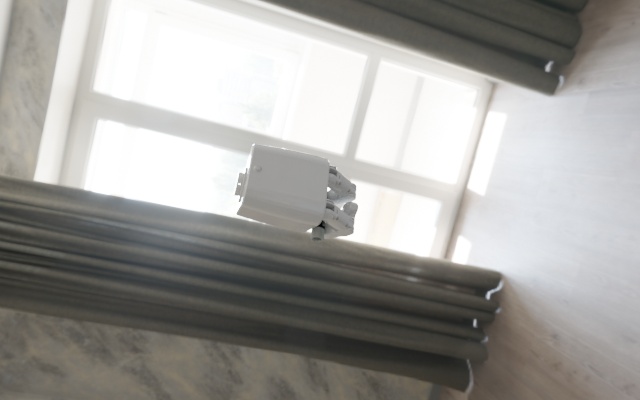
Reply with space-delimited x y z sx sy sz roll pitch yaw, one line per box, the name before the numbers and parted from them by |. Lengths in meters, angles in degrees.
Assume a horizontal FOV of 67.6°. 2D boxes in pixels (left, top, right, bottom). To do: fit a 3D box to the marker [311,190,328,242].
marker | 0.000 0.002 0.688 0.020 0.121 0.020 4 -30 2
